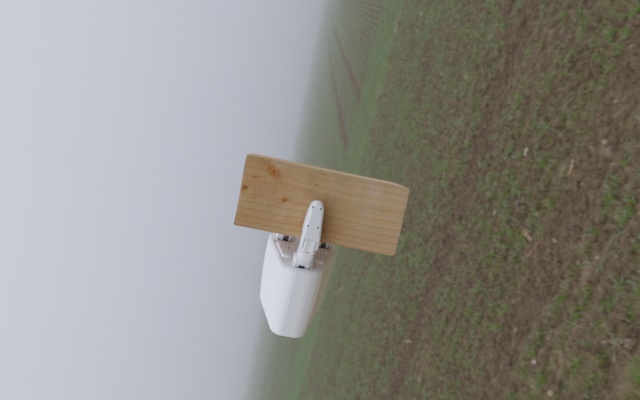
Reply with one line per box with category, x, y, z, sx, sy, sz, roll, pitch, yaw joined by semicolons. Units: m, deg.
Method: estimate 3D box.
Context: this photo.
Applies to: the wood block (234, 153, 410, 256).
wood block;0.000;0.002;0.630;0.206;0.090;0.091;11;7;-5
